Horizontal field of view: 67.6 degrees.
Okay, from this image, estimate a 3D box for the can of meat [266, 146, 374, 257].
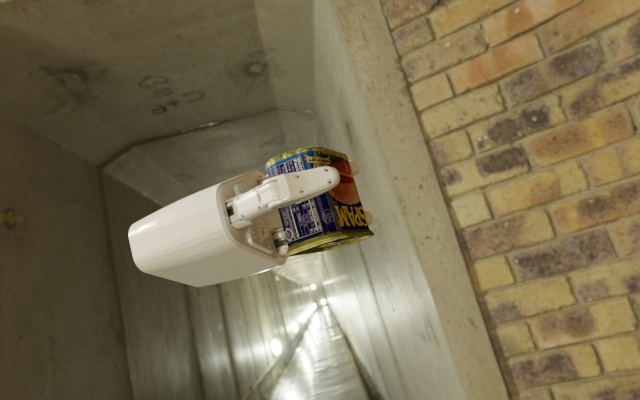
[{"bbox_3d":[0.000,0.001,0.435,0.057,0.084,0.102,-21,-11,23],"label":"can of meat"}]
